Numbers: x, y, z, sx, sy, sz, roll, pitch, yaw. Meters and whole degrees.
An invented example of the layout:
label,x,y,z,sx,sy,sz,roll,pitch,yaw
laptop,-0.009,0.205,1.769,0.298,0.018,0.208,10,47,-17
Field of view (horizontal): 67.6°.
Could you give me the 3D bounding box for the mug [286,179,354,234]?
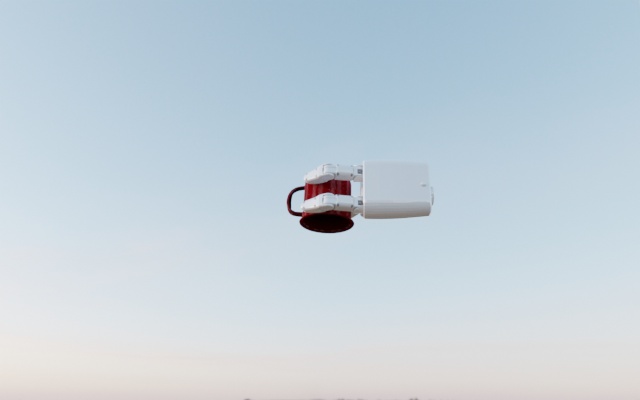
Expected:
label,x,y,z,sx,sy,sz,roll,pitch,yaw
mug,-0.001,0.002,0.822,0.117,0.081,0.093,1,-24,3
